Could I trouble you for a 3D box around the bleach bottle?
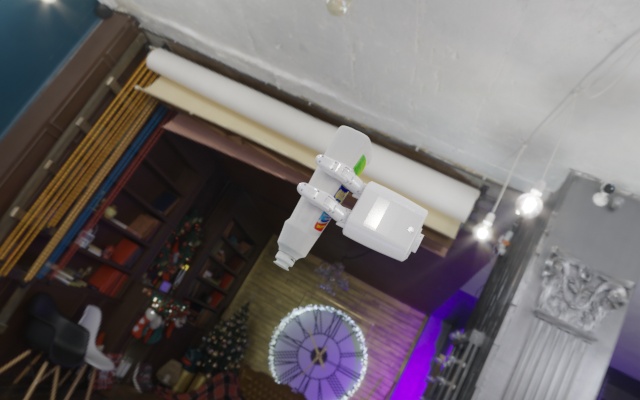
[{"bbox_3d":[0.000,0.003,0.794,0.068,0.250,0.103,27,-15,15],"label":"bleach bottle"}]
